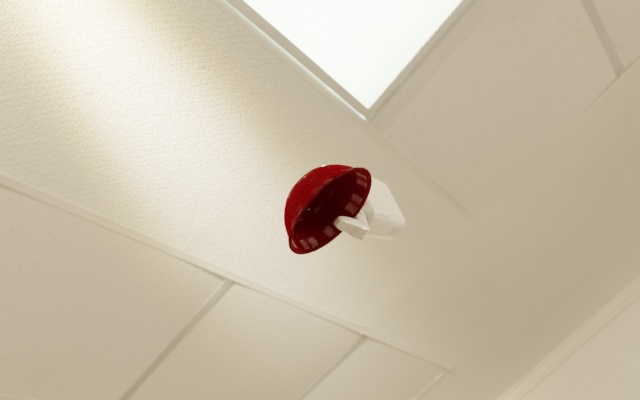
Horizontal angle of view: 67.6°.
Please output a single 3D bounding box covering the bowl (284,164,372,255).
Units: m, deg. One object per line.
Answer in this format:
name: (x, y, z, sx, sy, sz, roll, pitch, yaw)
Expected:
bowl: (-0.001, 0.002, 0.704, 0.055, 0.162, 0.162, 43, 22, 26)
